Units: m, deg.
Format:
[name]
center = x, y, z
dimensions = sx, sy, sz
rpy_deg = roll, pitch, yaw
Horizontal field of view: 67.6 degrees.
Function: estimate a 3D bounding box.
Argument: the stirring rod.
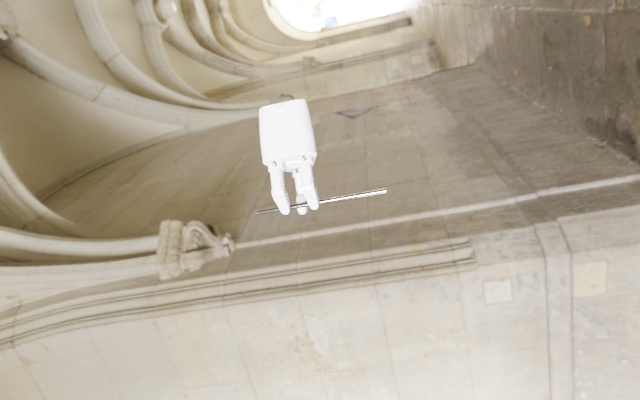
[stirring rod]
center = 0.000, 0.003, 0.873
dimensions = 0.239, 0.011, 0.011
rpy_deg = -10, -2, 9
